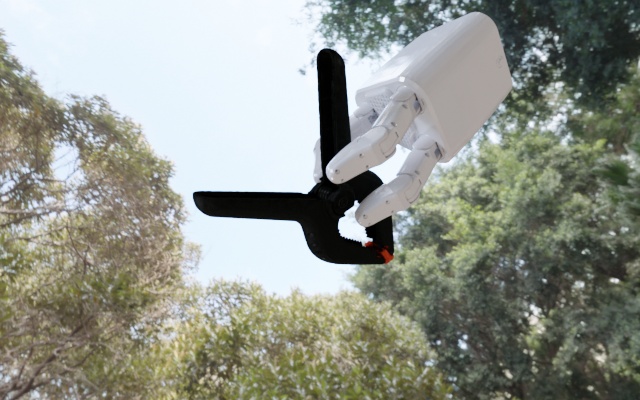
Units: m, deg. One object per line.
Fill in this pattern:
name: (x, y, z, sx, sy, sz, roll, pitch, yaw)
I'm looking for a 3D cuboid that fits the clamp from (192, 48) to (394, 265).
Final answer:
clamp: (0.000, 0.001, 0.419, 0.036, 0.164, 0.210, 28, -22, 51)
